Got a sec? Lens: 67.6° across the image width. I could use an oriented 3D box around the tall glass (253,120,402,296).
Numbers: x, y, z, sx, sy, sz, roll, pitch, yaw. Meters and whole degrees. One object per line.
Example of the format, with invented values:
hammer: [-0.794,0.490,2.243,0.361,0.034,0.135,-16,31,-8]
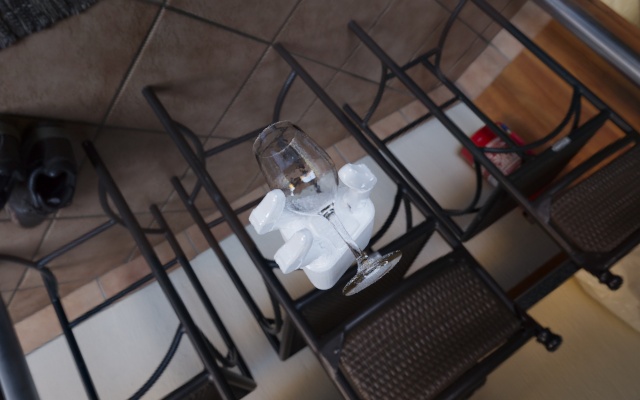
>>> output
tall glass: [0.001,0.002,0.529,0.079,0.201,0.079,-30,-23,-14]
